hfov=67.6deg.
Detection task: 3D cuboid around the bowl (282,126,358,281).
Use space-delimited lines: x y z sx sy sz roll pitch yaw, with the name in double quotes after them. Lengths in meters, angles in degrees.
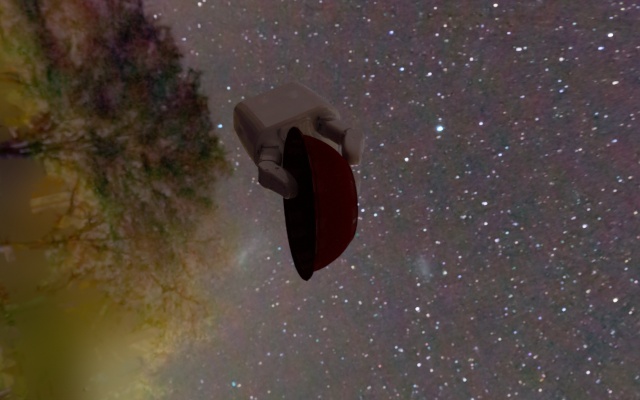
0.001 0.003 0.509 0.055 0.162 0.162 -4 1 -14 "bowl"
